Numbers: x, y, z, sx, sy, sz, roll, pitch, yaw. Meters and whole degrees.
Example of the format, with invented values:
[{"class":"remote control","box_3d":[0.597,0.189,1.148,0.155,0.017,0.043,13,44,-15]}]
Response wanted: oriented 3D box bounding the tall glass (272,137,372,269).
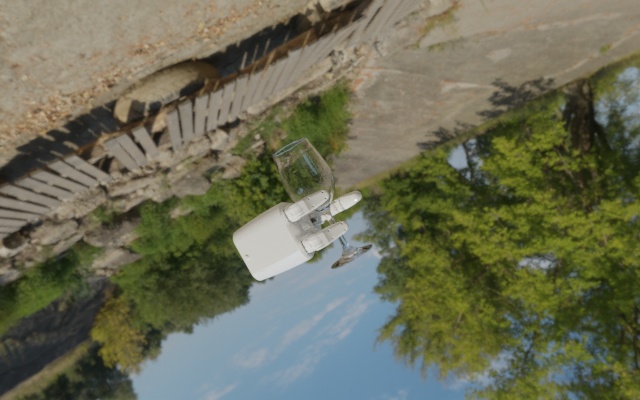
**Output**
[{"class":"tall glass","box_3d":[0.001,0.003,0.750,0.079,0.201,0.079,-29,1,1]}]
